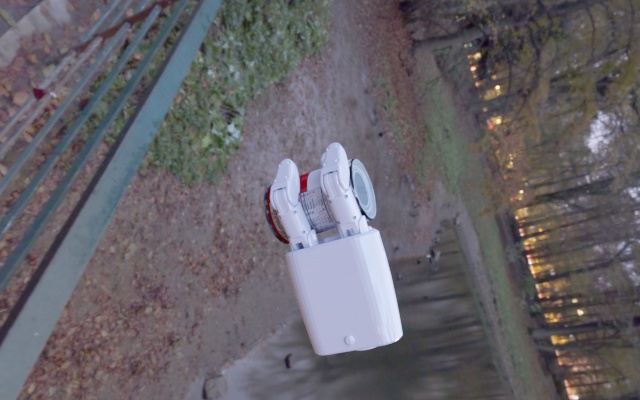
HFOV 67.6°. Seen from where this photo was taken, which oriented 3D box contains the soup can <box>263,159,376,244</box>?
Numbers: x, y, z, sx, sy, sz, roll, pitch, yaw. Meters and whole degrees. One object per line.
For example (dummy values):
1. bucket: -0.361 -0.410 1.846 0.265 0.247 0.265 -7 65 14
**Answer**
1. soup can: 0.000 0.001 0.508 0.102 0.068 0.068 -17 -6 21
